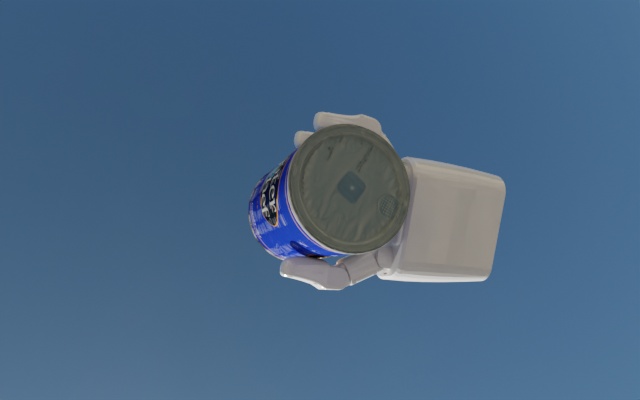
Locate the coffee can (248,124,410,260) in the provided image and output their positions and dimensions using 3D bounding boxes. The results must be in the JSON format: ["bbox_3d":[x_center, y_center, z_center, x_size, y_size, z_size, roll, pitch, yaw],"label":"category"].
[{"bbox_3d":[0.000,0.001,0.430,0.103,0.103,0.140,0,-9,-21],"label":"coffee can"}]
